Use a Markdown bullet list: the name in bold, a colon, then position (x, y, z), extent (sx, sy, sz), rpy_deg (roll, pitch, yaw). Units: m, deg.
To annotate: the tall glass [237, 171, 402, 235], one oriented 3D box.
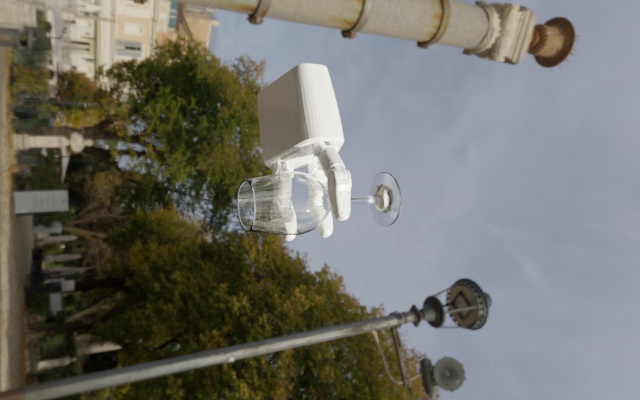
- **tall glass**: position (0.001, 0.002, 0.603), extent (0.201, 0.079, 0.079), rpy_deg (-3, 1, -29)
